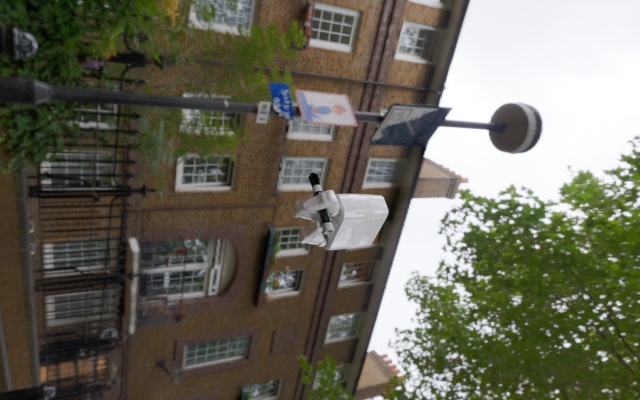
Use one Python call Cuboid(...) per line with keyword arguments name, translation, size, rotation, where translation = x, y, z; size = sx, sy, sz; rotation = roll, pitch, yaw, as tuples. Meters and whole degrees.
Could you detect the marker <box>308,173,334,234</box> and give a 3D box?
Cuboid(name="marker", translation=(0.000, 0.003, 0.863), size=(0.020, 0.121, 0.020), rotation=(-13, -25, -6))
